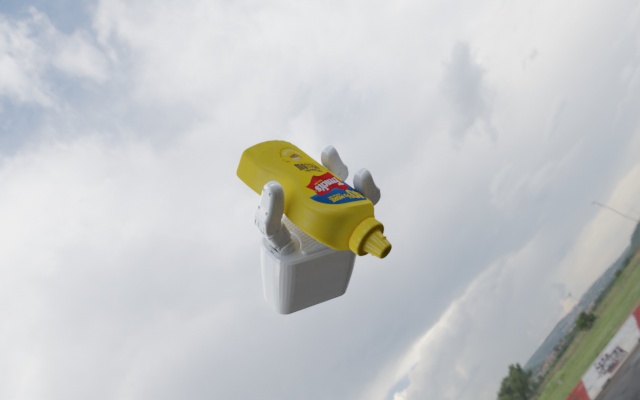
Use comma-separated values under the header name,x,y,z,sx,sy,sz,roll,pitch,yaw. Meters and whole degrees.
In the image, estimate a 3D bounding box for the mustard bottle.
name,x,y,z,sx,sy,sz,roll,pitch,yaw
mustard bottle,0.000,0.001,0.520,0.191,0.058,0.096,38,27,31
